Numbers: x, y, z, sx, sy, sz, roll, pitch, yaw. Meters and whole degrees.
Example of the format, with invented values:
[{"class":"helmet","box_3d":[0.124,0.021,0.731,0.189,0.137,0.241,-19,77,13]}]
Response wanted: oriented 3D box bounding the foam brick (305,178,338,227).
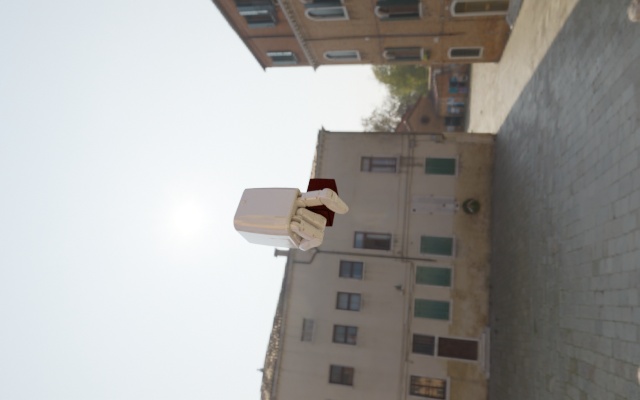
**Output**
[{"class":"foam brick","box_3d":[0.000,0.003,0.899,0.051,0.078,0.053,2,-40,14]}]
